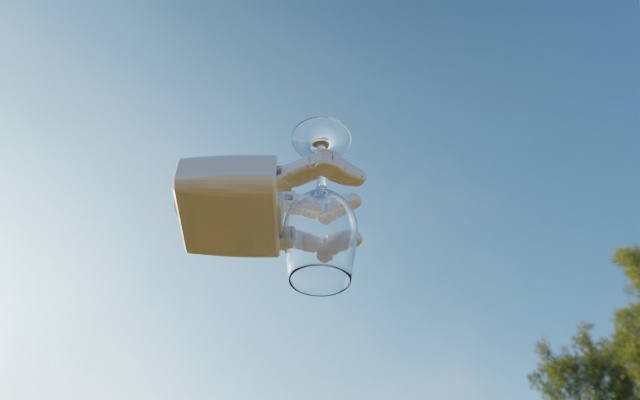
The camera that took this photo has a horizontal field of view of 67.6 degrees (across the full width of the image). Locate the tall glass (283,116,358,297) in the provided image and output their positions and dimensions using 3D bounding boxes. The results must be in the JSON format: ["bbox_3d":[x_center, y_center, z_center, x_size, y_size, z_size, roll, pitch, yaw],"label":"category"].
[{"bbox_3d":[0.000,0.001,0.525,0.079,0.200,0.079,0,-39,0],"label":"tall glass"}]
